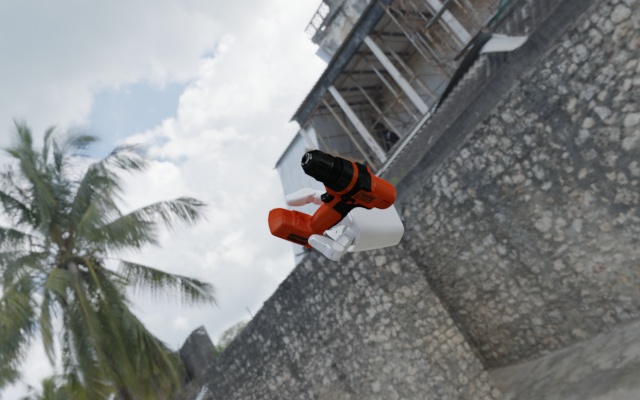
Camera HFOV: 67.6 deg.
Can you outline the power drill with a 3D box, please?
[{"bbox_3d":[0.000,0.003,0.761,0.184,0.057,0.188,24,-44,-36],"label":"power drill"}]
